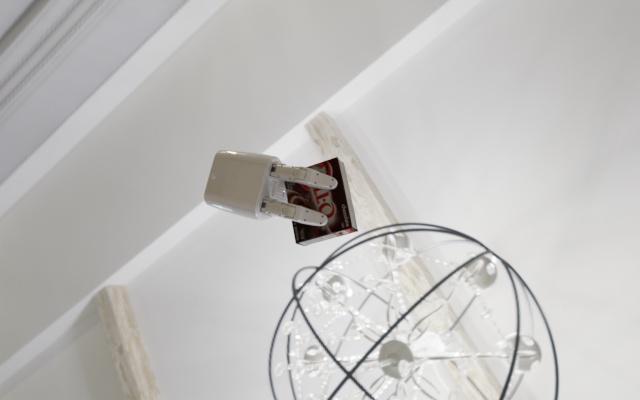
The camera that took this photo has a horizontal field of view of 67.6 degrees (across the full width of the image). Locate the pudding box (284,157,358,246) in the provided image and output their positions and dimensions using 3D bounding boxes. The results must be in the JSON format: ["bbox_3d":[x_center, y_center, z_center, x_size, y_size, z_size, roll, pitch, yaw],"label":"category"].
[{"bbox_3d":[0.000,0.002,0.707,0.090,0.113,0.039,-17,-16,19],"label":"pudding box"}]
